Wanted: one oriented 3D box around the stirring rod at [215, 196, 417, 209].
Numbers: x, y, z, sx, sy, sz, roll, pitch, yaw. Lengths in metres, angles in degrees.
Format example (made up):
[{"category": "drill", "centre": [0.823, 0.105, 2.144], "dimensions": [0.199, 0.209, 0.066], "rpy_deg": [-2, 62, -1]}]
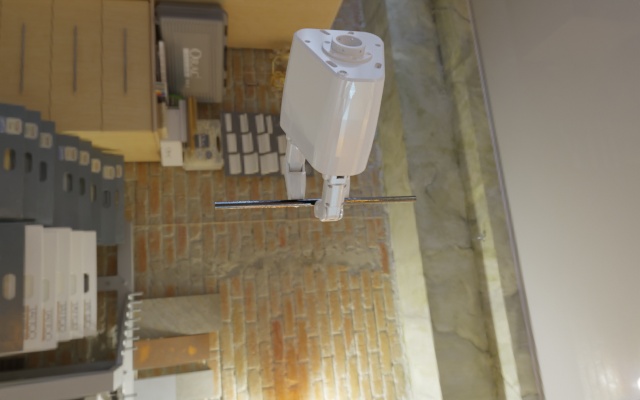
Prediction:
[{"category": "stirring rod", "centre": [0.000, 0.002, 0.557], "dimensions": [0.239, 0.011, 0.011], "rpy_deg": [-2, 0, -15]}]
